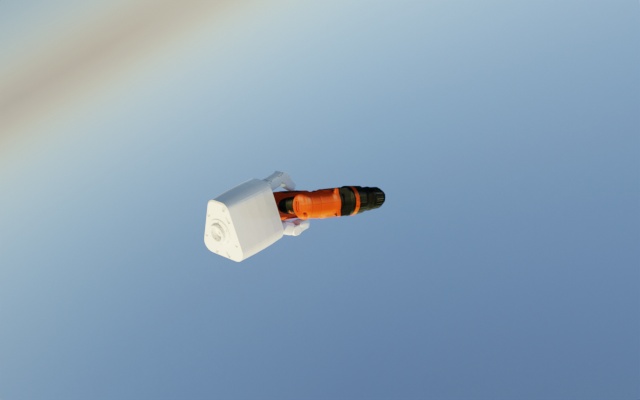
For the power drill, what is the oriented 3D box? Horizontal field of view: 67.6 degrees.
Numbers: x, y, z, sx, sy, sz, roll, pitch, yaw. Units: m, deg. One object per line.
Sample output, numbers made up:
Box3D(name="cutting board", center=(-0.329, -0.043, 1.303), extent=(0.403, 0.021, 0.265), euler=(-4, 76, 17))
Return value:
Box3D(name="power drill", center=(0.000, 0.003, 0.876), extent=(0.184, 0.057, 0.187), euler=(-4, -1, -34))
